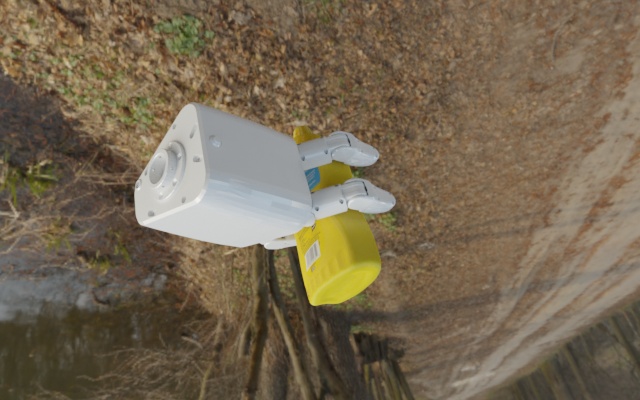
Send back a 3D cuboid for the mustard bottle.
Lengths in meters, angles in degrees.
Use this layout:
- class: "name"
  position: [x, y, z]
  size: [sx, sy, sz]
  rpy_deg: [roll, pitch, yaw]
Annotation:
- class: "mustard bottle"
  position: [0.000, 0.002, 0.488]
  size: [0.058, 0.191, 0.096]
  rpy_deg: [0, -33, -26]
